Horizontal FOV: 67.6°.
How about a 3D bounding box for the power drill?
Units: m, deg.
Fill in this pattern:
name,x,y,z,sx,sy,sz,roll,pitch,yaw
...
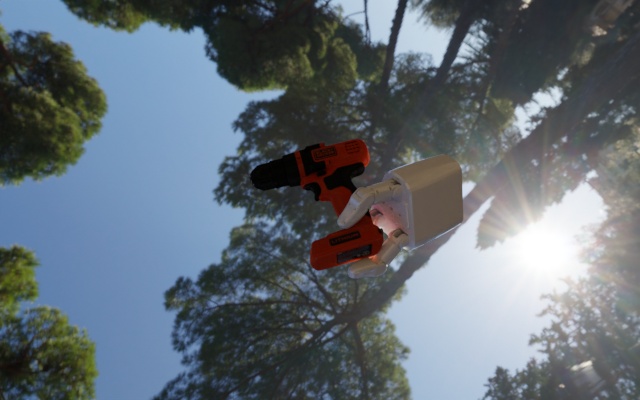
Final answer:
name,x,y,z,sx,sy,sz,roll,pitch,yaw
power drill,0.000,0.003,0.692,0.184,0.187,0.057,-16,-29,-2
